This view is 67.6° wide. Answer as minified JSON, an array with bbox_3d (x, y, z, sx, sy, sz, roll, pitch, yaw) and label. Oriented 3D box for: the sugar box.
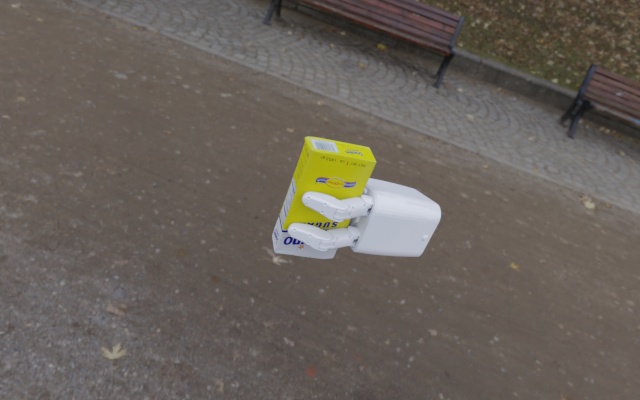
[{"bbox_3d":[0.000,0.002,0.660,0.093,0.176,0.048,9,32,-18],"label":"sugar box"}]
